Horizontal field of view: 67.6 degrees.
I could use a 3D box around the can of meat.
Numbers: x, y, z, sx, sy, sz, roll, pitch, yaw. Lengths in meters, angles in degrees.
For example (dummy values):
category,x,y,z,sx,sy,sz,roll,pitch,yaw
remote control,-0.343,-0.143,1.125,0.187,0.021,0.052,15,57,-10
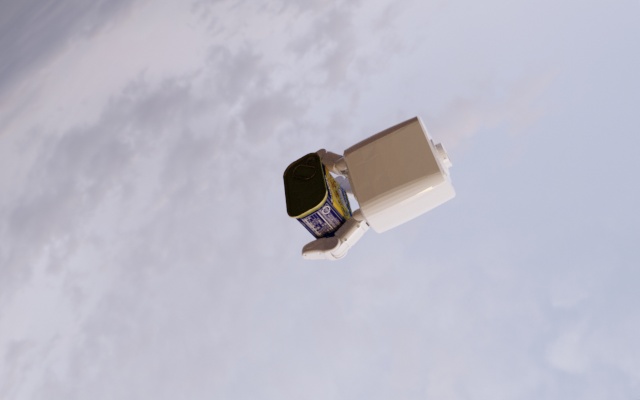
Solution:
category,x,y,z,sx,sy,sz,roll,pitch,yaw
can of meat,0.000,0.002,0.619,0.057,0.102,0.084,-29,-49,16
